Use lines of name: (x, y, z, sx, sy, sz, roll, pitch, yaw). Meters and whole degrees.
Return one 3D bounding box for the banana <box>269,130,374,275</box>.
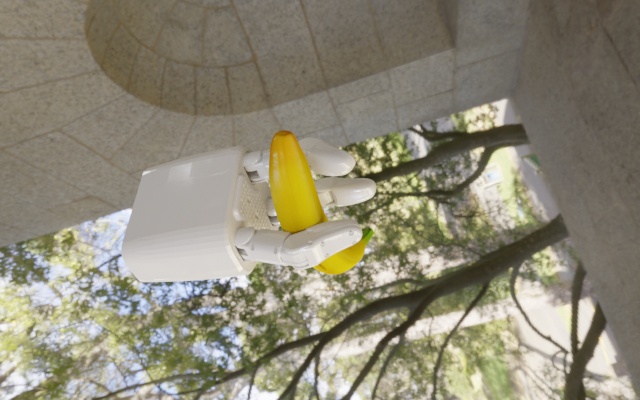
banana: (-0.002, 0.020, 0.412, 0.037, 0.069, 0.198, 0, -26, 25)
